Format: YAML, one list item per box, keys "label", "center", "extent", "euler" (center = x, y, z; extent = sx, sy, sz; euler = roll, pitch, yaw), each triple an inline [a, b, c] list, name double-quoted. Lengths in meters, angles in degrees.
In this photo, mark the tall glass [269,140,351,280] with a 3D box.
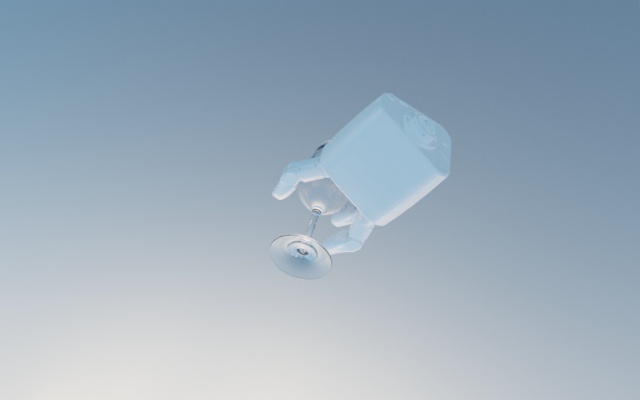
- label: "tall glass"
  center: [0.000, 0.002, 0.616]
  extent: [0.079, 0.079, 0.201]
  euler: [0, 40, 17]
